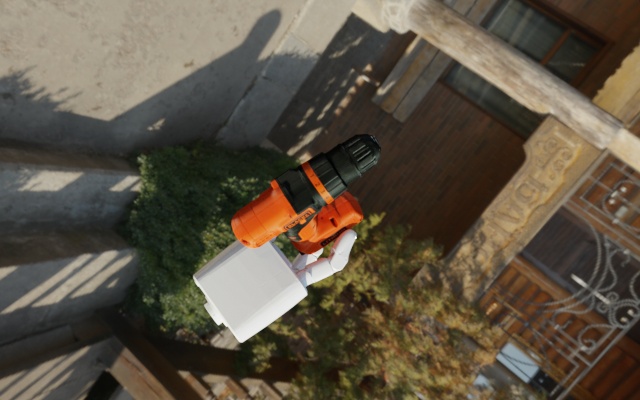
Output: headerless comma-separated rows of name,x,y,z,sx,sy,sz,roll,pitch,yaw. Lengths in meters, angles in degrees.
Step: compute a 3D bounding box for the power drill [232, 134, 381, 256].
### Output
power drill,0.000,0.002,0.584,0.184,0.057,0.188,-32,-19,4
